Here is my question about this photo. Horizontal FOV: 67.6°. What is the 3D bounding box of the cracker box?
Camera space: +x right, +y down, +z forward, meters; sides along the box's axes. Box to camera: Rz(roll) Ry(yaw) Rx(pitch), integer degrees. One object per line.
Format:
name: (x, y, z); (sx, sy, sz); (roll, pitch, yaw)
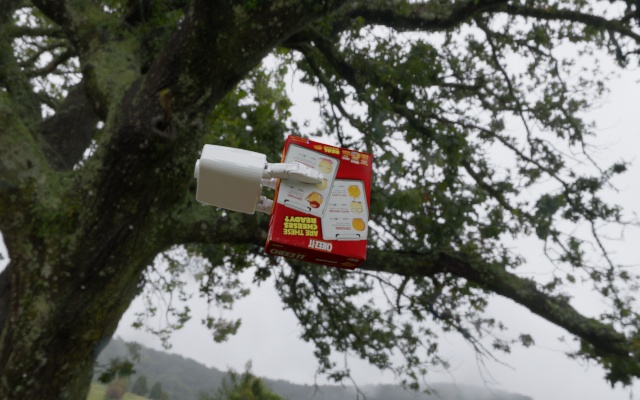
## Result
cracker box: (0.000, 0.003, 0.847); (0.164, 0.213, 0.072); (12, -29, -9)
